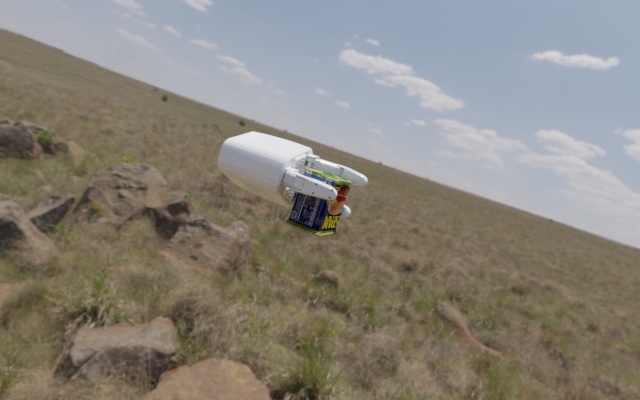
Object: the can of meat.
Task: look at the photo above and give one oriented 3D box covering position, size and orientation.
[{"bbox_3d":[0.000,0.002,0.698,0.057,0.084,0.102,21,6,19],"label":"can of meat"}]
